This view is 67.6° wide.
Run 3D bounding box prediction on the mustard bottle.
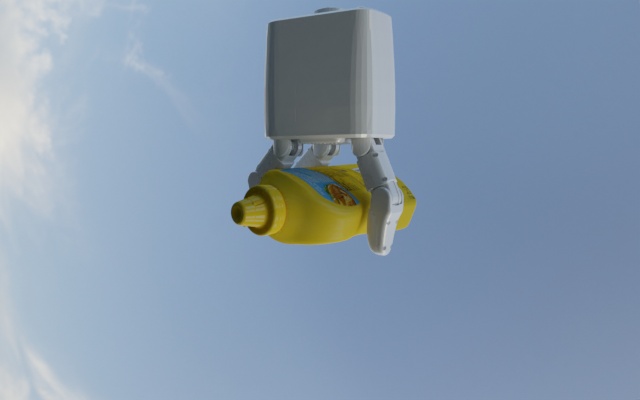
[{"bbox_3d":[0.000,0.002,0.435,0.096,0.058,0.191,34,26,34],"label":"mustard bottle"}]
